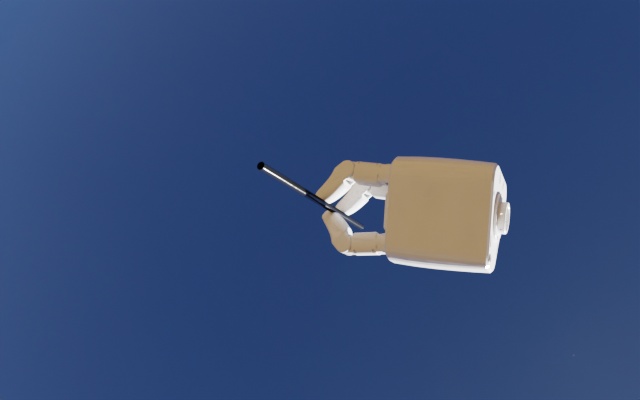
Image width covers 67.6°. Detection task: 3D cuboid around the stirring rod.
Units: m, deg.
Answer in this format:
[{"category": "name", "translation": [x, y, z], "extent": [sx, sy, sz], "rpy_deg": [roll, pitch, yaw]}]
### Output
[{"category": "stirring rod", "translation": [0.000, 0.002, 0.533], "extent": [0.011, 0.011, 0.239], "rpy_deg": [0, -16, 28]}]
